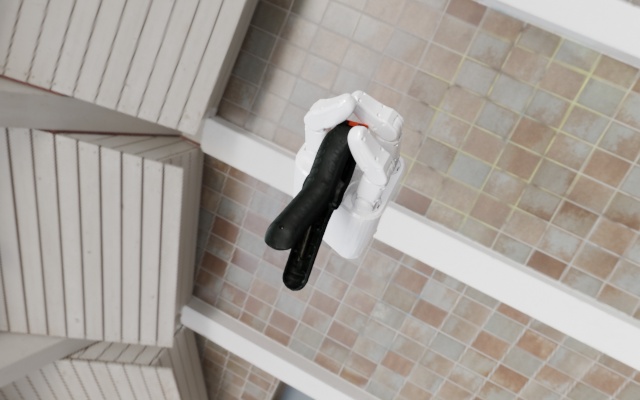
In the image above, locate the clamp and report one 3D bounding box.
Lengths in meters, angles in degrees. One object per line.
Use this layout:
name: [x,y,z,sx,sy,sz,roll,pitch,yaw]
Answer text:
clamp: [0.000,0.001,0.444,0.039,0.171,0.120,25,-31,10]
